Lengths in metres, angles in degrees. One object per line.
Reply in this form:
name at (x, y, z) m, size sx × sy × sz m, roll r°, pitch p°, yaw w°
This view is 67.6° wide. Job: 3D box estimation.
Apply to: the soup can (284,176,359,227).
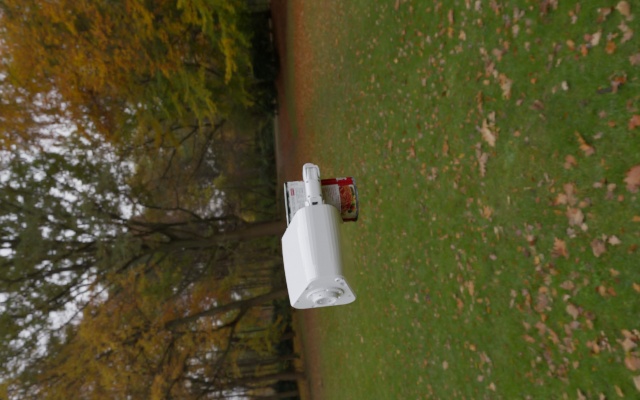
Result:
soup can at (0.000, 0.002, 0.705) m, size 0.102 × 0.068 × 0.068 m, roll -5°, pitch 0°, yaw -5°
